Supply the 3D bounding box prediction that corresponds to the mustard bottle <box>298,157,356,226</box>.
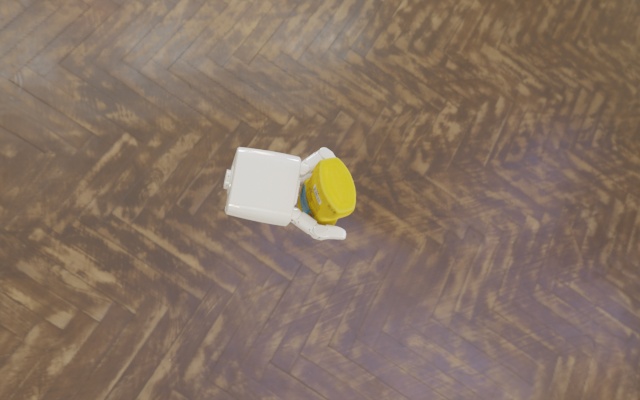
[{"bbox_3d":[0.001,0.003,0.836,0.058,0.096,0.192,-15,-13,-21],"label":"mustard bottle"}]
